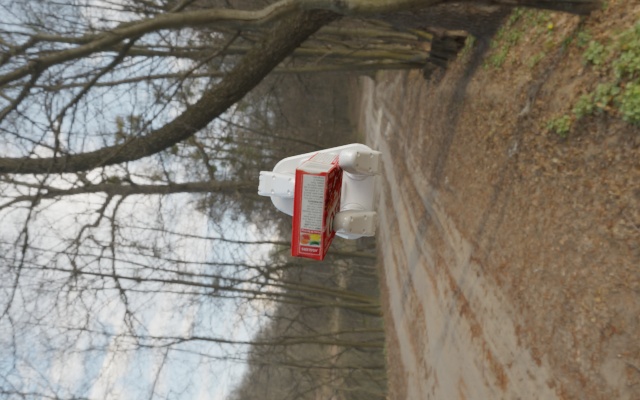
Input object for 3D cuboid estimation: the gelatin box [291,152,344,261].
[{"bbox_3d":[0.000,0.001,0.412,0.030,0.073,0.089,7,15,10],"label":"gelatin box"}]
